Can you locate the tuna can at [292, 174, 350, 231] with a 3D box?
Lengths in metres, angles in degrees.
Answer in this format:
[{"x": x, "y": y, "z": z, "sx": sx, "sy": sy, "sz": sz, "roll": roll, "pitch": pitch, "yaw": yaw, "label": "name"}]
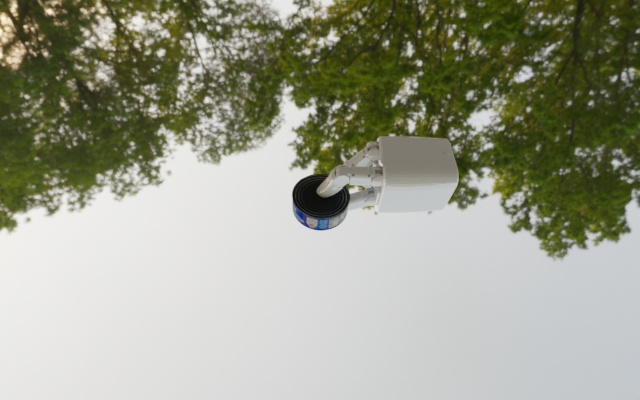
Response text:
[{"x": 0.000, "y": 0.003, "z": 0.711, "sx": 0.086, "sy": 0.086, "sz": 0.034, "roll": 0, "pitch": -40, "yaw": -4, "label": "tuna can"}]
